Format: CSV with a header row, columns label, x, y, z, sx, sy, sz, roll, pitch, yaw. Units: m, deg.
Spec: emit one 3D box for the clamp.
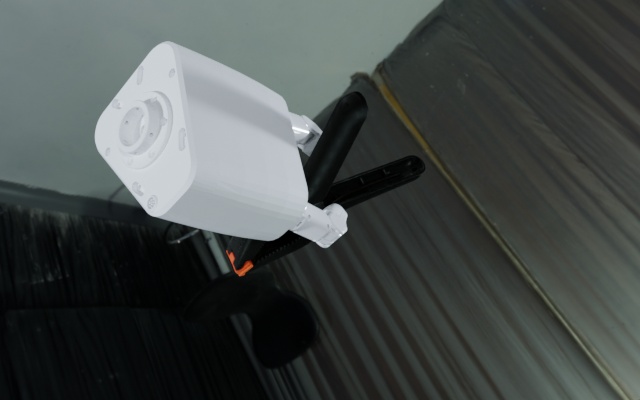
label,x,y,z,sx,sy,sz,roll,pitch,yaw
clamp,0.000,0.002,0.450,0.210,0.036,0.164,-42,-31,20
